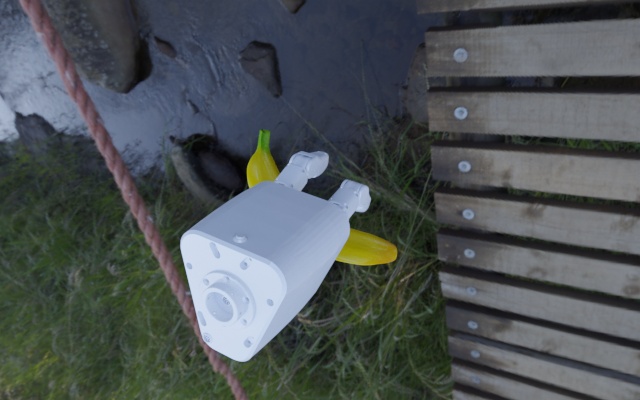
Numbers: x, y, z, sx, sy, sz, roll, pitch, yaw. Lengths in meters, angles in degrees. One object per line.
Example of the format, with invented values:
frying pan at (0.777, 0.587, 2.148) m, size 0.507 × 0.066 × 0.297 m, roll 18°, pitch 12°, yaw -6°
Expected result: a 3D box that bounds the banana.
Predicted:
banana at (-0.013, 0.013, 0.500) m, size 0.198 × 0.070 × 0.037 m, roll 42°, pitch 25°, yaw 10°
